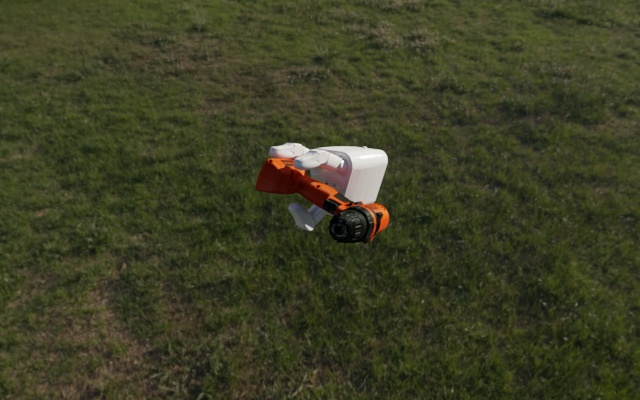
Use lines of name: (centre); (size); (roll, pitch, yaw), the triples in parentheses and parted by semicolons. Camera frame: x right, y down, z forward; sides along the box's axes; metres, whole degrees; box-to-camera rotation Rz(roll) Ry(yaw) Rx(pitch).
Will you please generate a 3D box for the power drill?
power drill: (0.000, 0.002, 0.700); (0.187, 0.057, 0.184); (30, 11, 18)
